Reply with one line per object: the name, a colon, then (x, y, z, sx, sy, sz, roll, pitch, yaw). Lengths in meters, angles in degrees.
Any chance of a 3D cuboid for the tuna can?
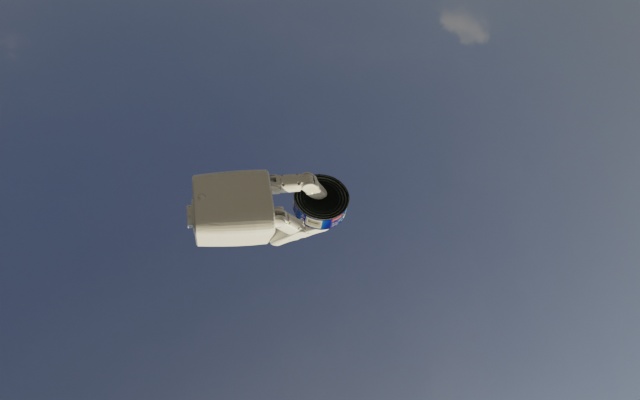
tuna can: (0.000, 0.003, 0.741, 0.086, 0.086, 0.034, 0, -35, -8)
